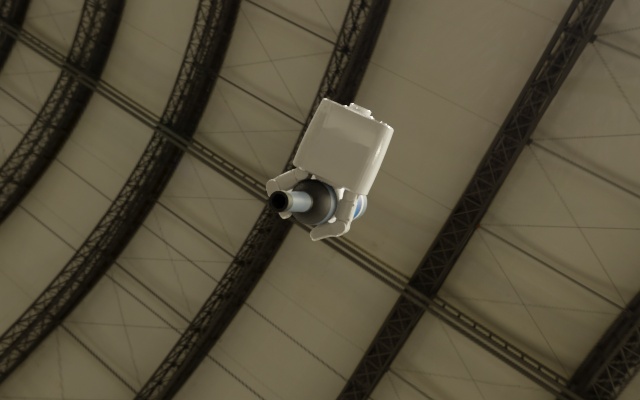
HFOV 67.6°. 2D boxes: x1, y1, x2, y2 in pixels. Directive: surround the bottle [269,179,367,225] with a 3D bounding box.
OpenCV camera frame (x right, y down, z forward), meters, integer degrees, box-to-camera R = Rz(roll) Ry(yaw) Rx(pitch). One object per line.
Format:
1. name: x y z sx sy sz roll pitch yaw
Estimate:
1. bottle: 0.000 0.002 0.720 0.069 0.069 0.296 0 0 20
